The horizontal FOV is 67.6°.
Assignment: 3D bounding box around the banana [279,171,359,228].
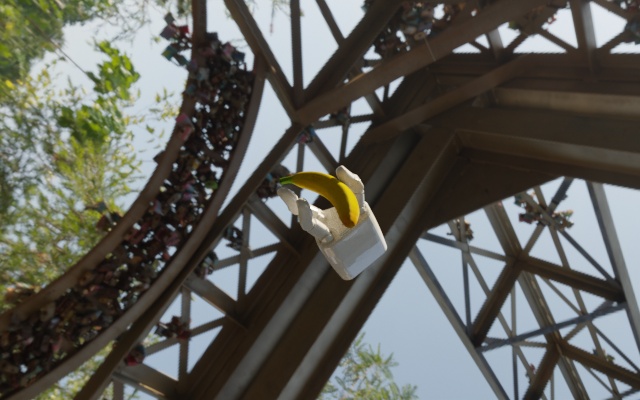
[{"bbox_3d":[0.012,-0.009,0.786,0.069,0.037,0.197,-37,39,-20],"label":"banana"}]
